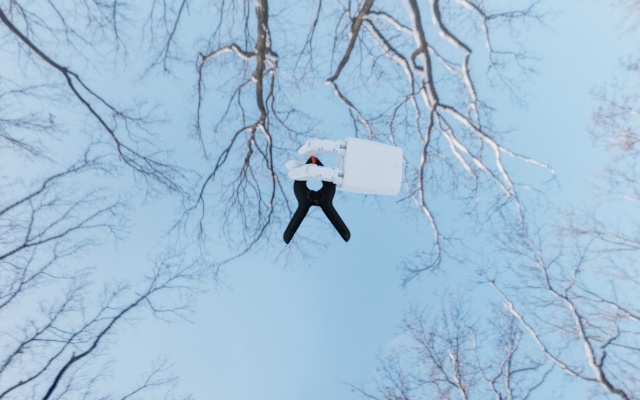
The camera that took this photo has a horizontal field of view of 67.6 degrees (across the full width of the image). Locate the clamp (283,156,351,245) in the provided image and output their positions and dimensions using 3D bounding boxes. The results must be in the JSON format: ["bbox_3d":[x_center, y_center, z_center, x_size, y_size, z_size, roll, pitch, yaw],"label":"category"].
[{"bbox_3d":[0.000,0.003,0.874,0.120,0.171,0.039,8,-16,-7],"label":"clamp"}]
